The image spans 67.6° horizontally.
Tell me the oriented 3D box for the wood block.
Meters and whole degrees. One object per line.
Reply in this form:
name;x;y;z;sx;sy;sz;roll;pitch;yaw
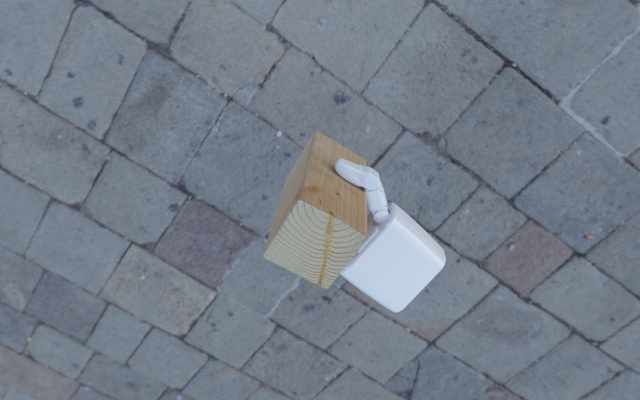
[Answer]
wood block;0.001;0.002;0.620;0.090;0.091;0.206;29;27;-11
